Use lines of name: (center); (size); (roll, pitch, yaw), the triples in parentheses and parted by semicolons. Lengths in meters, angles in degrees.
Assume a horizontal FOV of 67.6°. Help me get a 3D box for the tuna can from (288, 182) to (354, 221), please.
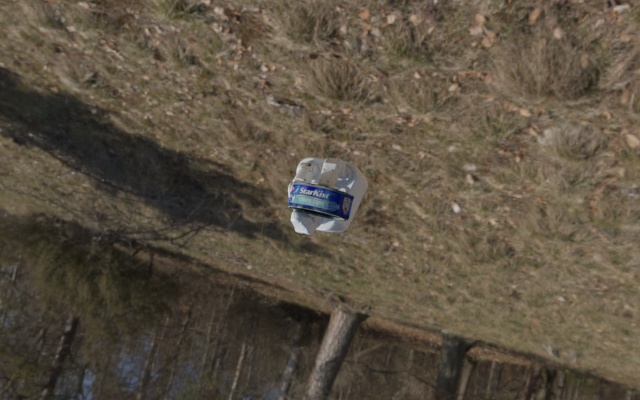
tuna can: (0.000, 0.003, 0.642); (0.086, 0.033, 0.086); (13, -6, 1)
